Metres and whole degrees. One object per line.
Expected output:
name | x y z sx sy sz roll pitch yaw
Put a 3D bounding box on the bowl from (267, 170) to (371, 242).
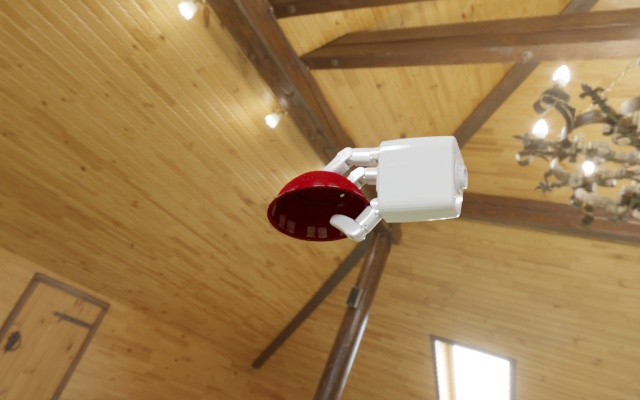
bowl | -0.001 0.002 0.732 0.162 0.055 0.162 -1 -33 0
